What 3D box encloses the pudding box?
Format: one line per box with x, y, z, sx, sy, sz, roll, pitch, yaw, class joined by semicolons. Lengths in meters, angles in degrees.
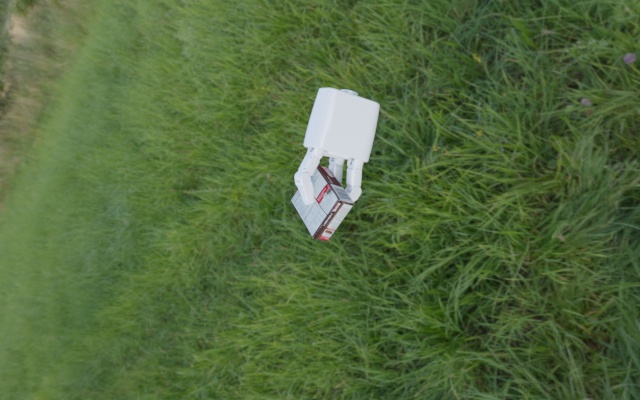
0.000;0.003;0.846;0.039;0.090;0.113;16;28;-36;pudding box
